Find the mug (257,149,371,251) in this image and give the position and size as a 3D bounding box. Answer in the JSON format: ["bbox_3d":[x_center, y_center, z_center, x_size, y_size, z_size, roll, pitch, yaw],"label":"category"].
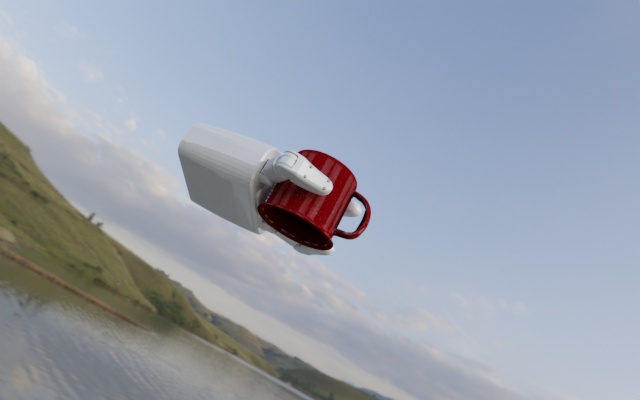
[{"bbox_3d":[0.001,0.002,0.529,0.117,0.081,0.093,22,-22,17],"label":"mug"}]
